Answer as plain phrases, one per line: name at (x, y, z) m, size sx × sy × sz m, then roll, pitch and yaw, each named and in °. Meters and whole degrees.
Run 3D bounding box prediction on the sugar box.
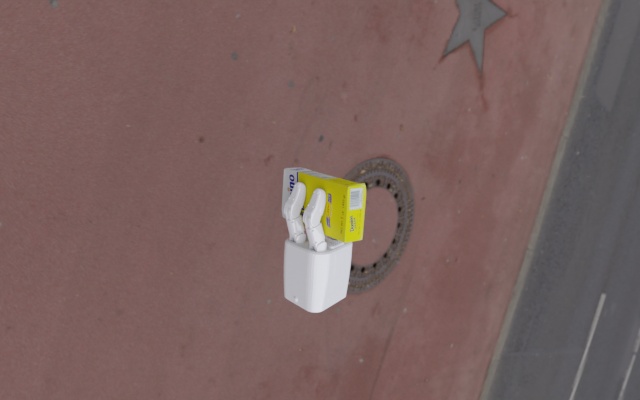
sugar box at (0.000, 0.003, 0.805) m, size 0.048 × 0.093 × 0.176 m, roll -7°, pitch 15°, yaw -41°
